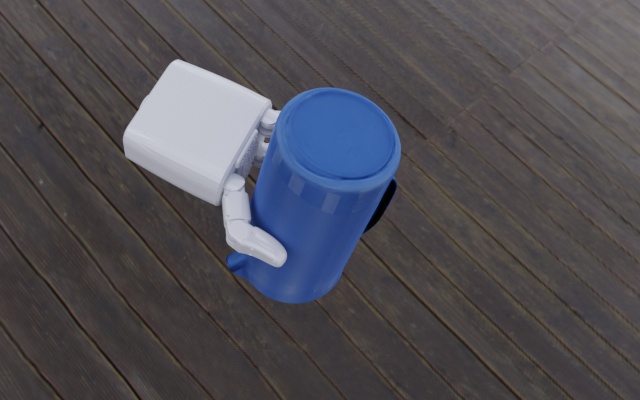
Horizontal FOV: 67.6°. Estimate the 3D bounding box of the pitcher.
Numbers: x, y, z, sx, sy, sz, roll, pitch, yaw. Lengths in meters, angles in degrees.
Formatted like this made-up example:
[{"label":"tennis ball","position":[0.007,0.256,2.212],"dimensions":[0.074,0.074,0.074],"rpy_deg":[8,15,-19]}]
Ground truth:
[{"label":"pitcher","position":[0.000,0.002,0.491],"dimensions":[0.145,0.149,0.243],"rpy_deg":[26,-33,1]}]
